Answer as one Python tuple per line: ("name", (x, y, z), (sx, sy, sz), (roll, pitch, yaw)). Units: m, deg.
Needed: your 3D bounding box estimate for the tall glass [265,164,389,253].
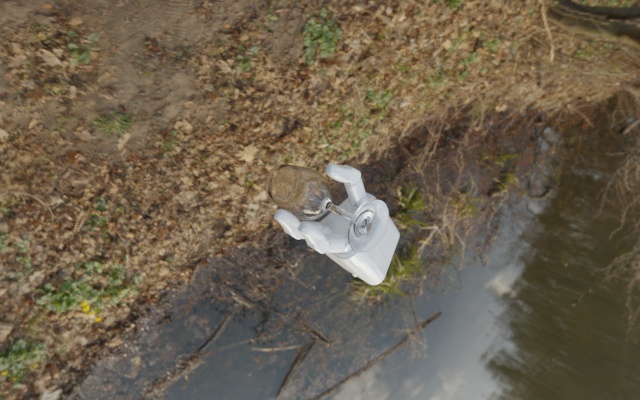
("tall glass", (0.001, 0.002, 0.688), (0.079, 0.079, 0.201), (0, 19, -43))
